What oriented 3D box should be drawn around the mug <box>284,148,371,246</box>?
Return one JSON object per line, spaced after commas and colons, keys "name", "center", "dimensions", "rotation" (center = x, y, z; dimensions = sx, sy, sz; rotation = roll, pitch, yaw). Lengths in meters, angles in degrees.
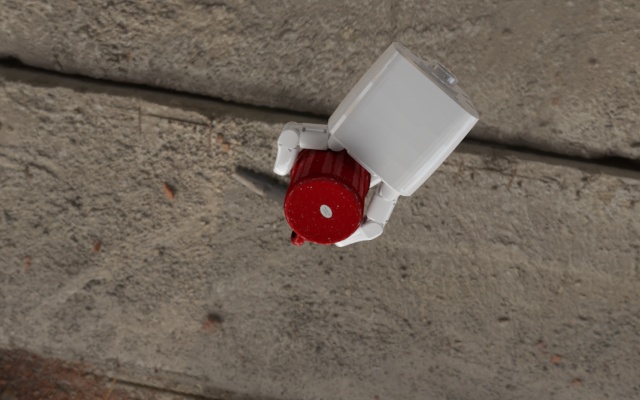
{"name": "mug", "center": [-0.001, 0.003, 0.515], "dimensions": [0.093, 0.117, 0.081], "rotation": [33, 27, -10]}
